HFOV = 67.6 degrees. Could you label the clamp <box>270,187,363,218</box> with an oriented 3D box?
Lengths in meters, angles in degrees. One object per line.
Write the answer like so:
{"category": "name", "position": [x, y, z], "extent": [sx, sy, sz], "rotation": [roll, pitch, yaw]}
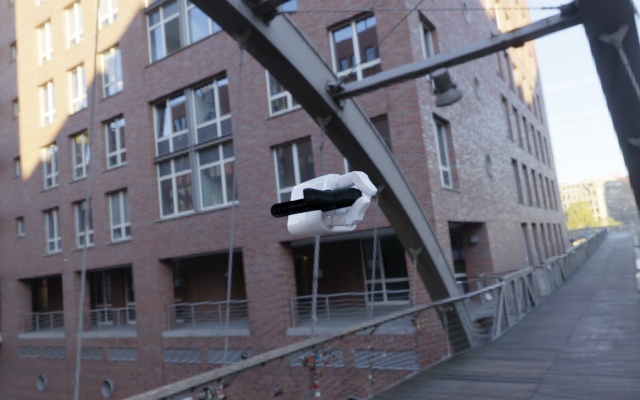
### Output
{"category": "clamp", "position": [0.000, 0.002, 0.834], "extent": [0.171, 0.039, 0.120], "rotation": [1, -10, -44]}
